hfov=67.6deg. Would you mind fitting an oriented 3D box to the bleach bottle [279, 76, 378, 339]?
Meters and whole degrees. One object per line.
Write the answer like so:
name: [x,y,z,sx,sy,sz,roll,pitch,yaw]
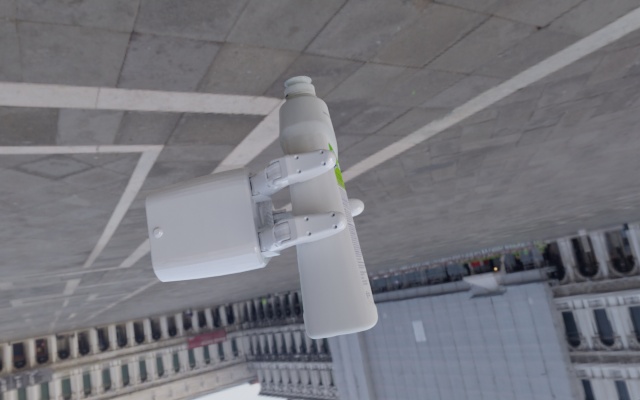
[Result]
bleach bottle: [0.000,0.002,0.474,0.068,0.250,0.102,-11,-11,5]
